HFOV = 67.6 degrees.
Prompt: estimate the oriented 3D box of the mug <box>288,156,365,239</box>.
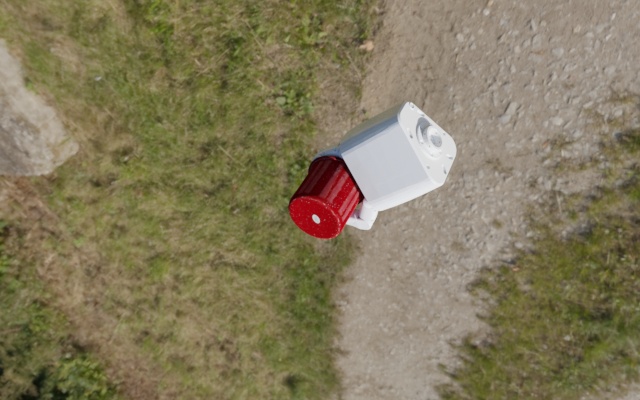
[{"bbox_3d":[-0.001,0.003,0.672,0.117,0.093,0.081,-25,24,46],"label":"mug"}]
